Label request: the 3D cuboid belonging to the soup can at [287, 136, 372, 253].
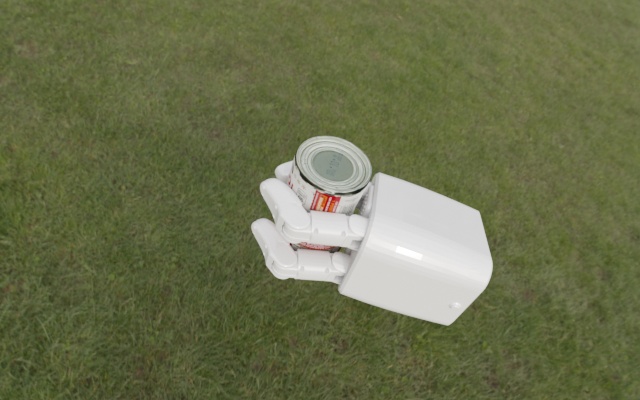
[{"bbox_3d":[0.000,0.001,0.428,0.068,0.068,0.102,0,-40,-17],"label":"soup can"}]
